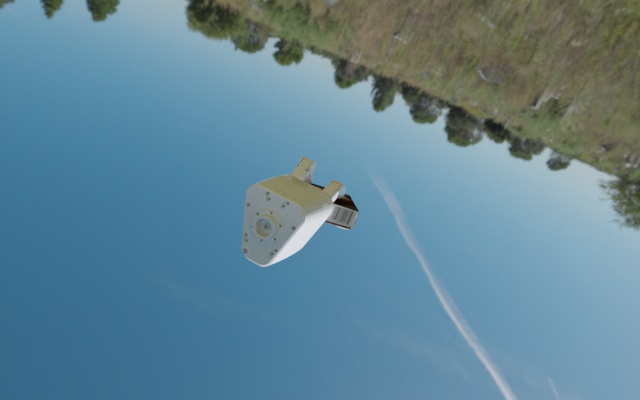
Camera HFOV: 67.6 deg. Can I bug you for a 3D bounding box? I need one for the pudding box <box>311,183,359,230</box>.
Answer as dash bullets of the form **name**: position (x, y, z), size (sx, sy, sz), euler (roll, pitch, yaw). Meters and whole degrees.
- **pudding box**: position (0.000, 0.003, 0.792), size (0.113, 0.039, 0.090), euler (20, 15, -13)
